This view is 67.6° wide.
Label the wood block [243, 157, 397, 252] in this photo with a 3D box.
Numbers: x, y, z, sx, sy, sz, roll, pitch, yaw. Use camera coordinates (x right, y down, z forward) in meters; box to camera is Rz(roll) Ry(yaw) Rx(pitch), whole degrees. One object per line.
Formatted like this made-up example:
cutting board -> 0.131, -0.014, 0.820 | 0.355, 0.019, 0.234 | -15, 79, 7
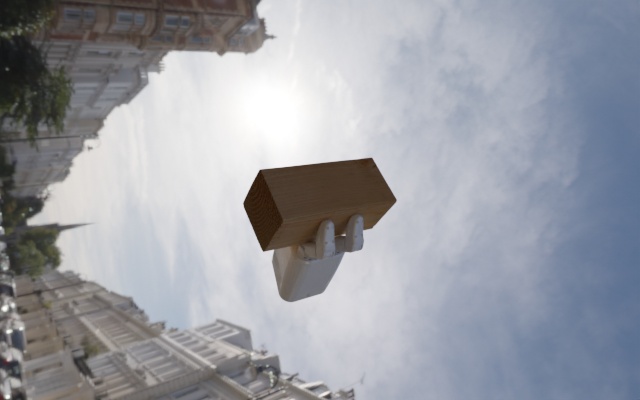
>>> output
wood block -> 0.000, 0.002, 0.734 | 0.206, 0.090, 0.090 | -9, -30, -34
